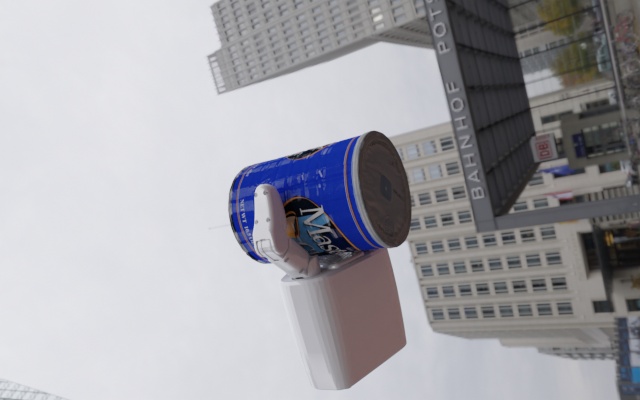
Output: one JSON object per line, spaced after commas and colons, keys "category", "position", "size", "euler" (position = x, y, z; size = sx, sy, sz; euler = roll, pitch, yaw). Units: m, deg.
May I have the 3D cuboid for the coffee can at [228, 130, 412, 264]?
{"category": "coffee can", "position": [0.000, 0.001, 0.448], "size": [0.140, 0.103, 0.103], "euler": [-12, -6, 32]}
